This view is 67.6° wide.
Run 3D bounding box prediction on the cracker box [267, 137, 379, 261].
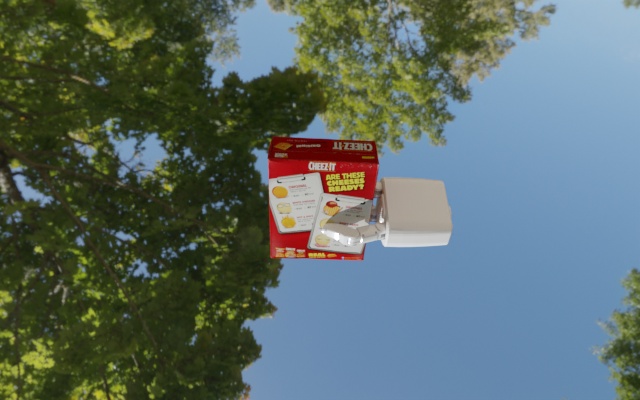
[{"bbox_3d":[0.000,0.003,0.779,0.164,0.214,0.072,2,41,-2],"label":"cracker box"}]
